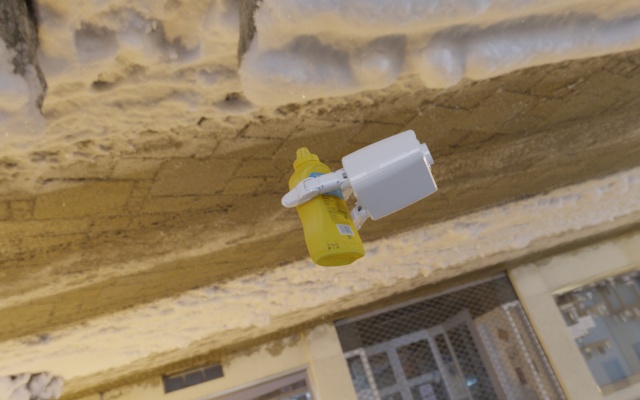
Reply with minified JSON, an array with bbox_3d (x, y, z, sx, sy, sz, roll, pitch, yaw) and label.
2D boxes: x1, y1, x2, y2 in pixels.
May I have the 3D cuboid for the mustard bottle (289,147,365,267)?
[{"bbox_3d":[0.000,0.003,0.720,0.058,0.191,0.096,-36,-28,33],"label":"mustard bottle"}]
